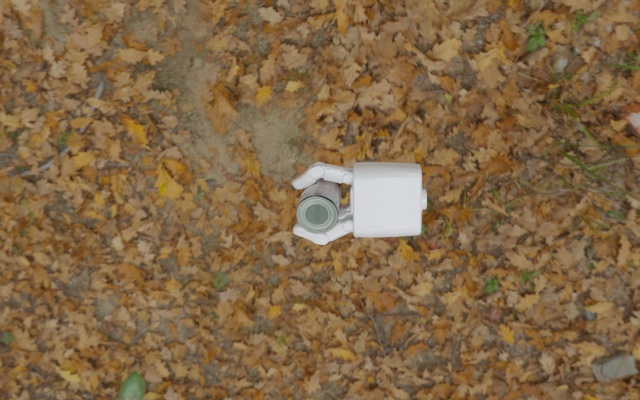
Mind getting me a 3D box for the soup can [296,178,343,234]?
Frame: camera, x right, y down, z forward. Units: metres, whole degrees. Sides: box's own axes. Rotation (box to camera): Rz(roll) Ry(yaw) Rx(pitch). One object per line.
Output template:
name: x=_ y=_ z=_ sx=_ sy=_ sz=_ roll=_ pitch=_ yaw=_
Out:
soup can: x=0.000 y=0.003 z=0.775 sx=0.068 sy=0.068 sz=0.102 roll=0 pitch=25 yaw=6
